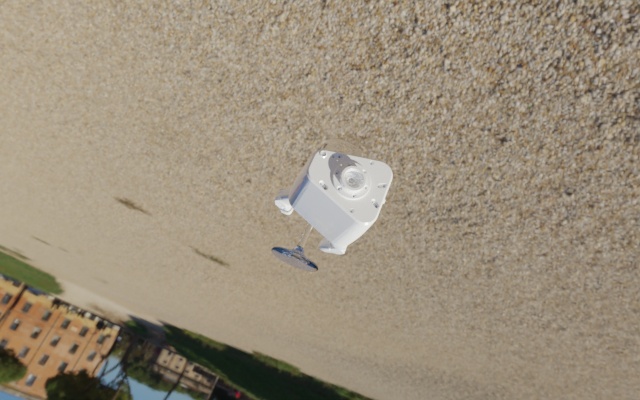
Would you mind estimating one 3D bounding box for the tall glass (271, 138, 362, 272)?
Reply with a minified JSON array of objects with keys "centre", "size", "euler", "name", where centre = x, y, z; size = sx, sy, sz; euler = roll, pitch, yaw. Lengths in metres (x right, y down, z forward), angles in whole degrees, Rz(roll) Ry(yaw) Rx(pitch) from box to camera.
[{"centre":[0.000,0.003,0.731],"size":[0.079,0.201,0.079],"euler":[20,-23,9],"name":"tall glass"}]
